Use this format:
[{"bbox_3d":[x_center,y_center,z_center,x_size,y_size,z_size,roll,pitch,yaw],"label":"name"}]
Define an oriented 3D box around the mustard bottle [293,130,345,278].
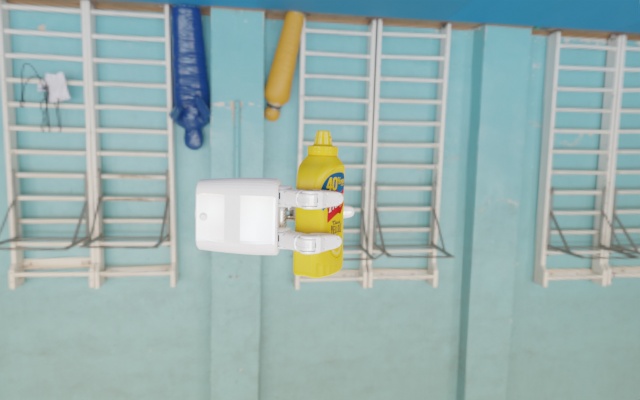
[{"bbox_3d":[0.000,0.002,0.646,0.058,0.191,0.096,4,6,27],"label":"mustard bottle"}]
